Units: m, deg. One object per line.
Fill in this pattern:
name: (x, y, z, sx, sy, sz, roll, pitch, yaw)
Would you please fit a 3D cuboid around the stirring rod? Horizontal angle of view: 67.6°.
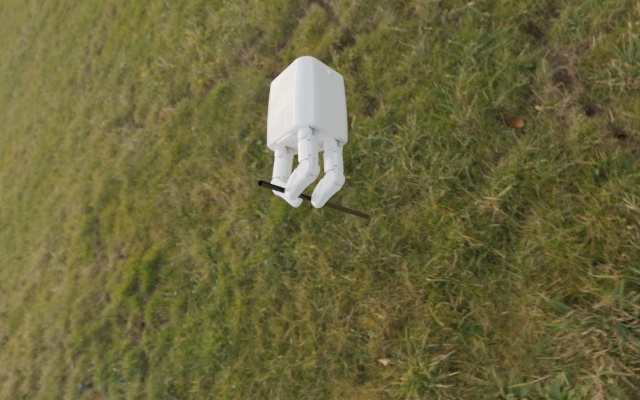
stirring rod: (0.000, 0.002, 0.699, 0.011, 0.011, 0.239, 0, -12, 41)
